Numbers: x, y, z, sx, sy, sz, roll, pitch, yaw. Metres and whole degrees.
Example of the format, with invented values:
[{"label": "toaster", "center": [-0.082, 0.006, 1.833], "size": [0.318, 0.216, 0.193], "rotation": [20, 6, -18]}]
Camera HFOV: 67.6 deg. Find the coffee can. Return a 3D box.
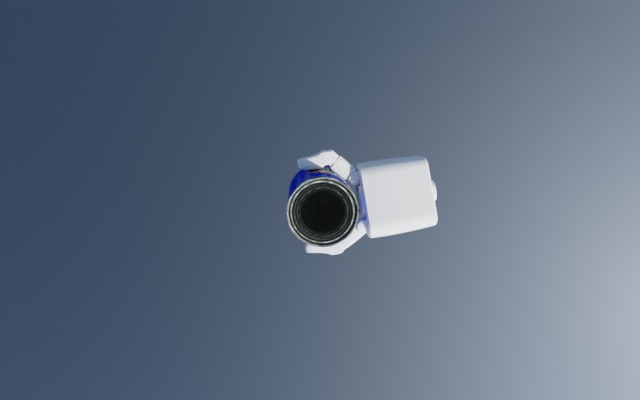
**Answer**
[{"label": "coffee can", "center": [0.000, 0.002, 0.737], "size": [0.103, 0.103, 0.140], "rotation": [0, 12, -3]}]
